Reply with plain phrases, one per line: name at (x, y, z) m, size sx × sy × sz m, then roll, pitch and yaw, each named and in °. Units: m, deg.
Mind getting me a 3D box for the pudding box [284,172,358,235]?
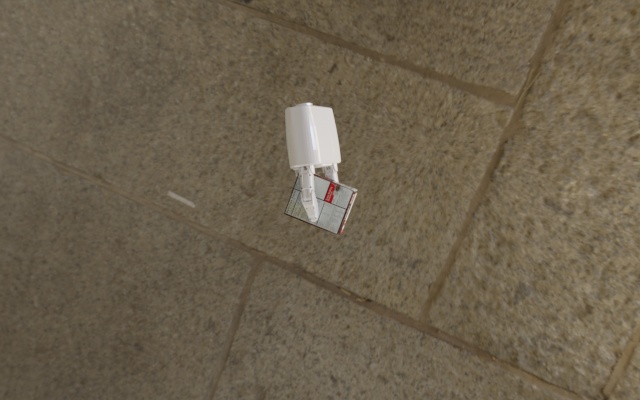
pudding box at (0.000, 0.003, 0.879) m, size 0.113 × 0.090 × 0.039 m, roll 22°, pitch 7°, yaw 12°
